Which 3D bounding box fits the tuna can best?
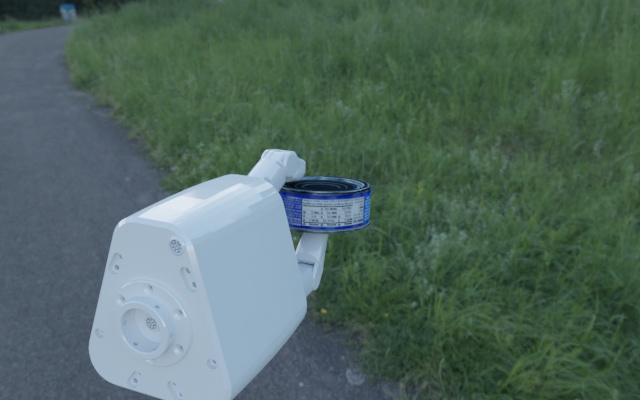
[{"bbox_3d":[0.000,0.001,0.407,0.086,0.034,0.086,2,11,0],"label":"tuna can"}]
